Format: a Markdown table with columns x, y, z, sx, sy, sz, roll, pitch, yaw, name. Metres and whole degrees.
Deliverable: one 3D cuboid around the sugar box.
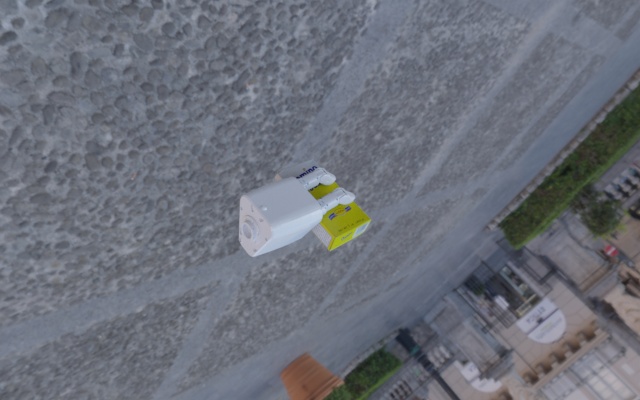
| x | y | z | sx | sy | sz | roll | pitch | yaw | name |
| --- | --- | --- | --- | --- | --- | --- | --- | --- | --- |
| 0.000 | 0.003 | 0.879 | 0.093 | 0.176 | 0.048 | -24 | -28 | -36 | sugar box |
